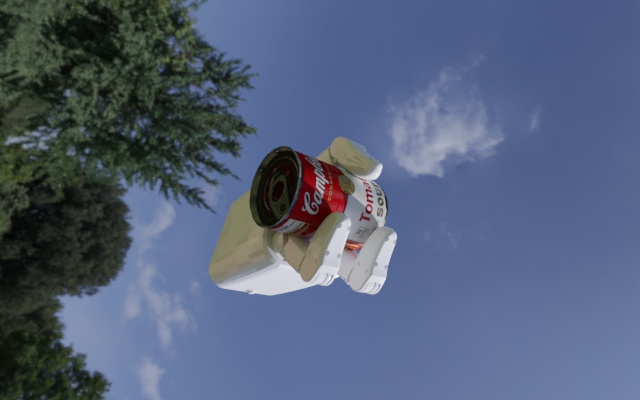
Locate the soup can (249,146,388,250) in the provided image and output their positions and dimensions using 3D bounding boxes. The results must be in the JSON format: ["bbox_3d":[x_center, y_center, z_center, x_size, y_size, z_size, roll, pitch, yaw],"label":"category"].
[{"bbox_3d":[0.001,0.001,0.411,0.102,0.068,0.068,18,-11,-37],"label":"soup can"}]
